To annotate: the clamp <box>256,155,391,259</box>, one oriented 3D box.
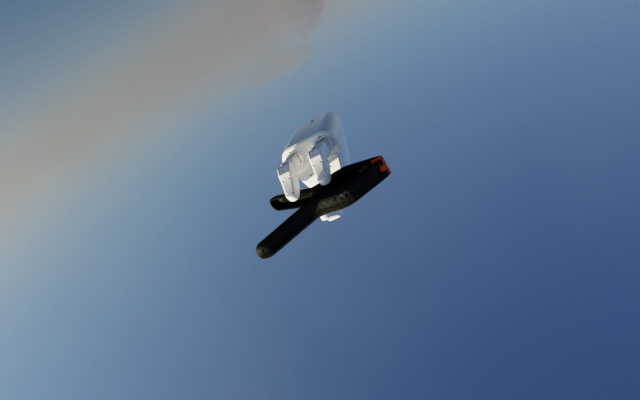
[{"bbox_3d":[0.001,0.003,0.677,0.210,0.036,0.164,-25,23,20],"label":"clamp"}]
